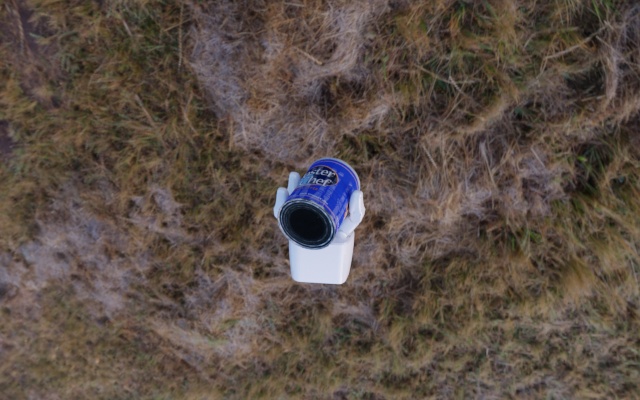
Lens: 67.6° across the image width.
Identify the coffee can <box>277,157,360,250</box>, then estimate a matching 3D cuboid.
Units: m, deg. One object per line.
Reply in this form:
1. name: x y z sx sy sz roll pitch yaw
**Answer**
1. coffee can: 0.000 0.002 0.827 0.103 0.103 0.140 0 33 24
